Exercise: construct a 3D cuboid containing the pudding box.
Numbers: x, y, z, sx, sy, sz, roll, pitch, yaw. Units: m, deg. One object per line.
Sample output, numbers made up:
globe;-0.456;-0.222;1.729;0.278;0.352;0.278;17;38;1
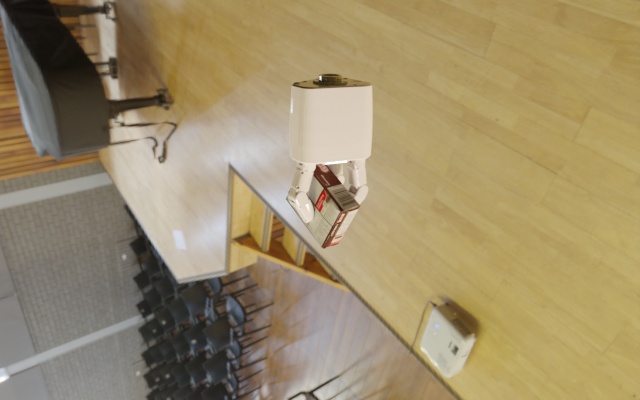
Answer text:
pudding box;0.000;0.002;0.727;0.039;0.113;0.090;-14;-35;-36
